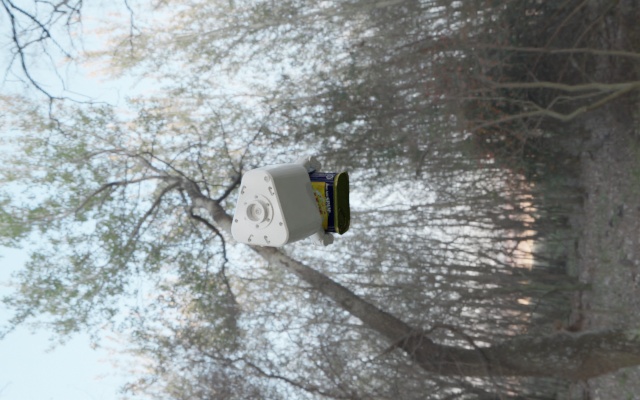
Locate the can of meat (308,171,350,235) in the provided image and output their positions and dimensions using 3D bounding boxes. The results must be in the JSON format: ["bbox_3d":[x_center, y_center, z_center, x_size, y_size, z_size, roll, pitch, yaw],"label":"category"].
[{"bbox_3d":[0.000,0.002,0.789,0.084,0.102,0.057,3,13,23],"label":"can of meat"}]
